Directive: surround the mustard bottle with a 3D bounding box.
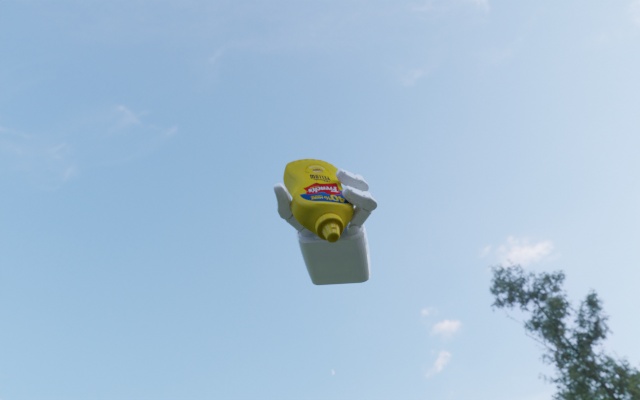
[{"bbox_3d":[0.000,0.002,0.747,0.096,0.058,0.191,6,31,-16],"label":"mustard bottle"}]
